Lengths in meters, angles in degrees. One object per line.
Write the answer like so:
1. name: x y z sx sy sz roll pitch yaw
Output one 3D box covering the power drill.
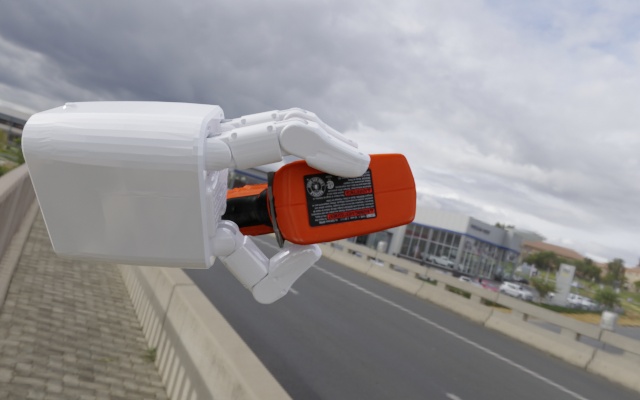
1. power drill: 0.000 0.001 0.411 0.184 0.057 0.187 -10 -1 -23
